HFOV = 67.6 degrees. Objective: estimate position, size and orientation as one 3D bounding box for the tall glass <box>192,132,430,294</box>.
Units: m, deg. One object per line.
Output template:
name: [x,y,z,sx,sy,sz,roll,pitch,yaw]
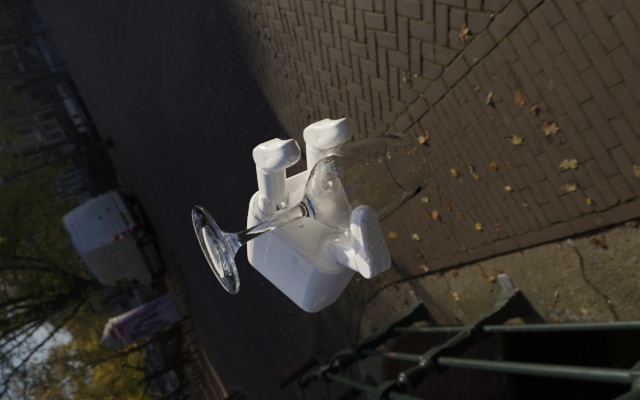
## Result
tall glass: [0.000,0.002,0.406,0.201,0.079,0.079,-24,11,-26]
